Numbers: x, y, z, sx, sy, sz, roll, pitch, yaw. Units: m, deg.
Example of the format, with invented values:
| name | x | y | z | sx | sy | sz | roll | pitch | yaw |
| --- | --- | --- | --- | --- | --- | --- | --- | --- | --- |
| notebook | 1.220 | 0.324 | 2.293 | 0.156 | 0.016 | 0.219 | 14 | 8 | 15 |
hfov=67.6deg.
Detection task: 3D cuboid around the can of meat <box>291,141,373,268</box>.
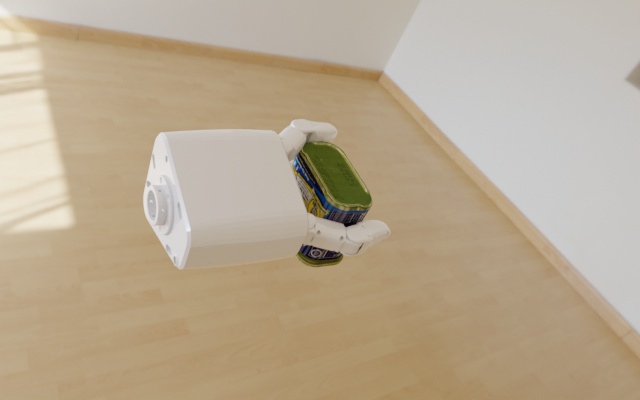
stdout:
| name | x | y | z | sx | sy | sz | roll | pitch | yaw |
| --- | --- | --- | --- | --- | --- | --- | --- | --- | --- |
| can of meat | 0.000 | 0.001 | 0.486 | 0.057 | 0.084 | 0.102 | -2 | 46 | -33 |
